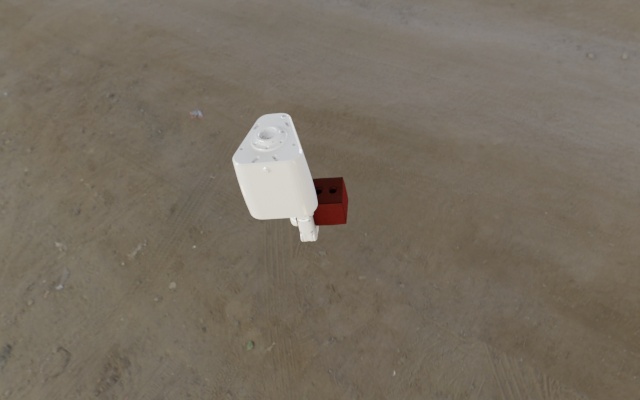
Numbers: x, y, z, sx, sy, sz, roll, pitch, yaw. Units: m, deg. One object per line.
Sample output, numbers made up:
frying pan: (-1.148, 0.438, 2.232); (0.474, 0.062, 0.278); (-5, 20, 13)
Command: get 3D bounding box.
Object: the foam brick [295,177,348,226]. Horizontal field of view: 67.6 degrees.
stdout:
foam brick: (0.000, 0.002, 0.720); (0.078, 0.053, 0.051); (-4, -43, 9)
